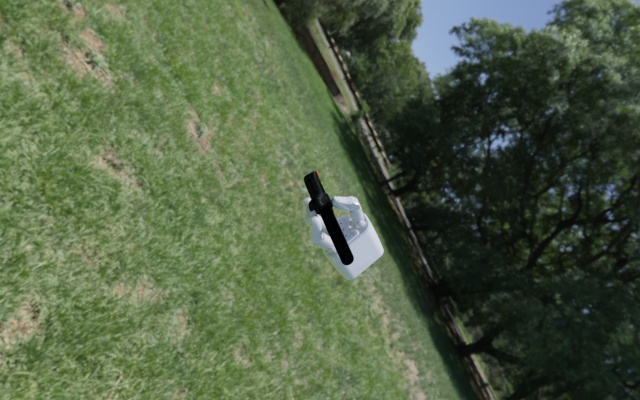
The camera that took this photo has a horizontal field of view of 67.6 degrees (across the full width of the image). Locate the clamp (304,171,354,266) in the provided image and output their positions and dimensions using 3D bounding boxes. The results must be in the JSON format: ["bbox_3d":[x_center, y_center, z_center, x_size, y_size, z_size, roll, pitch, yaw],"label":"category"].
[{"bbox_3d":[0.001,0.002,0.898,0.036,0.209,0.165,-25,-45,5],"label":"clamp"}]
